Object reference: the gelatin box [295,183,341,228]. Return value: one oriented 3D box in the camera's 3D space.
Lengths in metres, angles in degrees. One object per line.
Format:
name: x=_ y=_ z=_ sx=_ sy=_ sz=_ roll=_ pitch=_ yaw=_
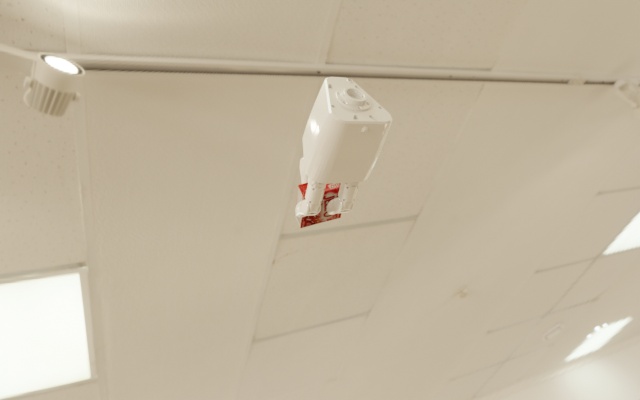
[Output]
gelatin box: x=0.000 y=0.002 z=0.767 sx=0.073 sy=0.030 sz=0.089 roll=-14 pitch=-34 yaw=-17
